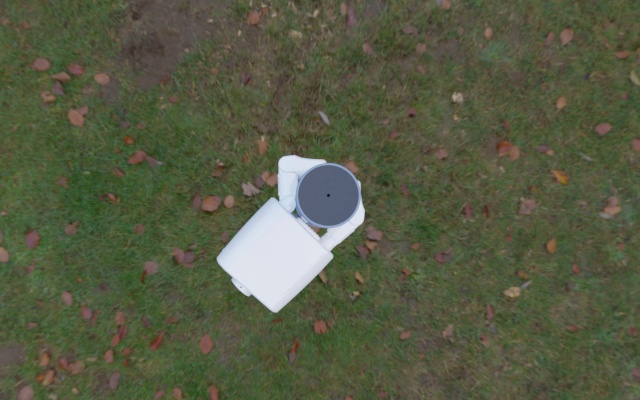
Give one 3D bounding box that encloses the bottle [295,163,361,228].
[{"bbox_3d":[0.000,0.002,0.628,0.069,0.069,0.296,0,-3,-3],"label":"bottle"}]
